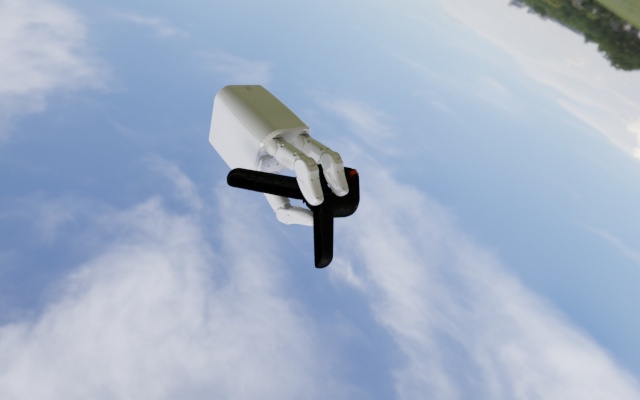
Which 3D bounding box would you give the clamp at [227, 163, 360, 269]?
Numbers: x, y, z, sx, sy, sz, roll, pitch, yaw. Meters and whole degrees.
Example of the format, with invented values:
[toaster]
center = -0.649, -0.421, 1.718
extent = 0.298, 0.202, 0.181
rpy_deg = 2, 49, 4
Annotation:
[clamp]
center = 0.000, 0.002, 0.629
extent = 0.210, 0.164, 0.036
rpy_deg = -19, -30, -51
